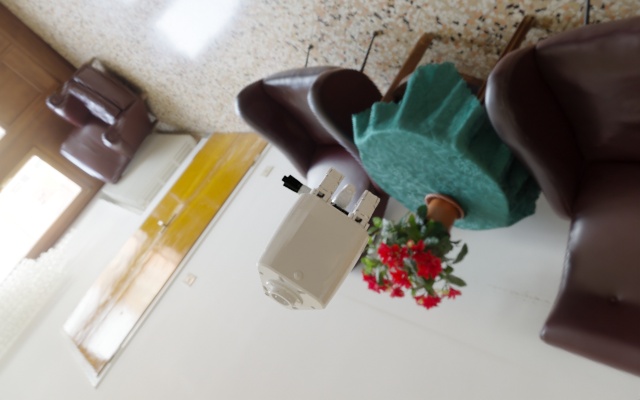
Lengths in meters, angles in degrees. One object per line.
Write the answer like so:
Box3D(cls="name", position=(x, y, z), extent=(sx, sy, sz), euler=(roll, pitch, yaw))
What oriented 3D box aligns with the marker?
Box3D(cls="marker", position=(0.000, 0.002, 0.640), extent=(0.121, 0.020, 0.020), euler=(33, 1, 1))
